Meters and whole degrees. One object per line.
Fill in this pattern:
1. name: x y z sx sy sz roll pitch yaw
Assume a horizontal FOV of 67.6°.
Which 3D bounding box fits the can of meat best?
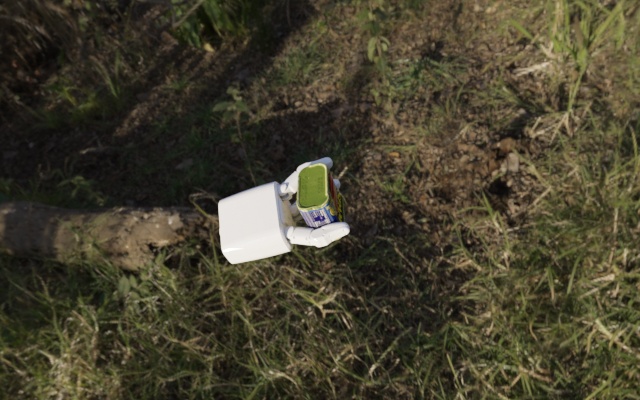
1. can of meat: 0.000 0.002 0.770 0.057 0.102 0.084 -14 -44 13
